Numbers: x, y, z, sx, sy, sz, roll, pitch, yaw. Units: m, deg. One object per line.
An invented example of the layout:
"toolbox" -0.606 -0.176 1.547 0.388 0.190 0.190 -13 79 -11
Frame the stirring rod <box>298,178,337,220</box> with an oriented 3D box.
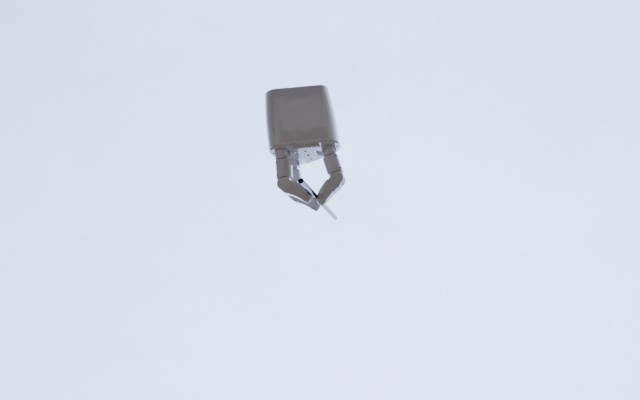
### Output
"stirring rod" 0.000 0.002 0.782 0.011 0.011 0.239 0 -14 14
